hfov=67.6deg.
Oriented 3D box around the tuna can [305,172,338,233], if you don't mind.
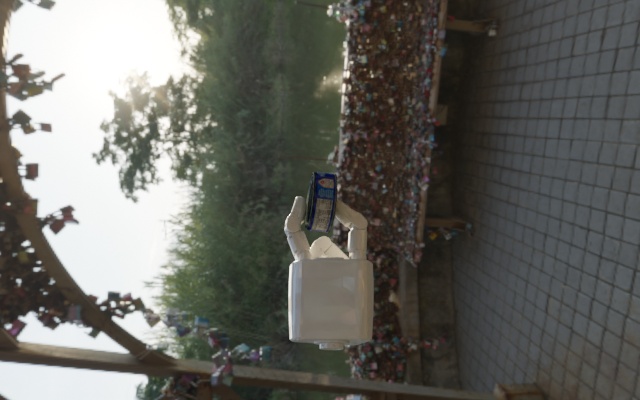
[{"bbox_3d":[0.000,0.002,0.683,0.034,0.086,0.086,7,-1,-7],"label":"tuna can"}]
